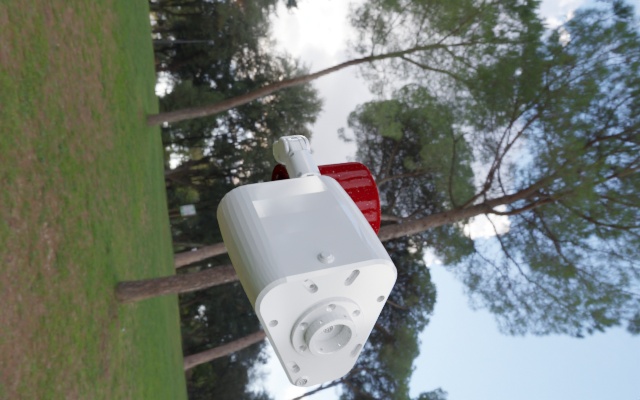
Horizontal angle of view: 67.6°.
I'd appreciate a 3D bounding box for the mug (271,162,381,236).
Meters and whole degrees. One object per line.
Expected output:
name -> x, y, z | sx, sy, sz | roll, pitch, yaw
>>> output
mug -> 0.000, 0.001, 0.458 | 0.081, 0.093, 0.117 | -8, 34, -18
